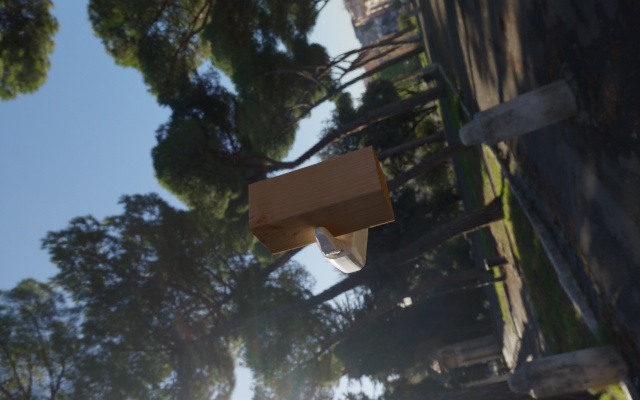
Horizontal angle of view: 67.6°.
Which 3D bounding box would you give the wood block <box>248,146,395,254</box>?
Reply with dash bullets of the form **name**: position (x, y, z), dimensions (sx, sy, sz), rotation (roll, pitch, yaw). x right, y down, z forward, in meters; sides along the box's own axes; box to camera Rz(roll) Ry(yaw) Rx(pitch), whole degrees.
- **wood block**: position (0.000, 0.003, 0.747), dimensions (0.206, 0.090, 0.090), rotation (-17, -38, 12)
